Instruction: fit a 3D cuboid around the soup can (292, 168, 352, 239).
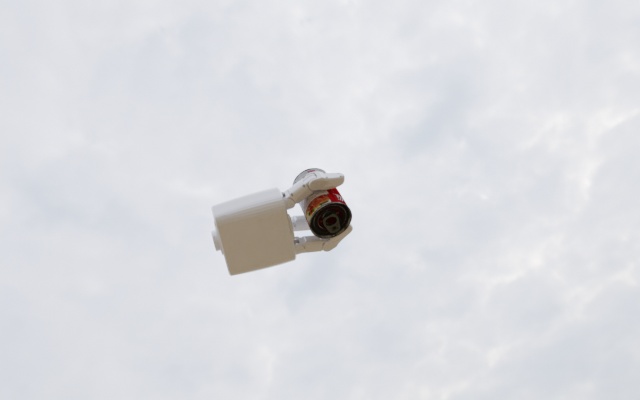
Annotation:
[{"bbox_3d":[0.000,0.002,0.752,0.068,0.068,0.102,0,35,-23],"label":"soup can"}]
